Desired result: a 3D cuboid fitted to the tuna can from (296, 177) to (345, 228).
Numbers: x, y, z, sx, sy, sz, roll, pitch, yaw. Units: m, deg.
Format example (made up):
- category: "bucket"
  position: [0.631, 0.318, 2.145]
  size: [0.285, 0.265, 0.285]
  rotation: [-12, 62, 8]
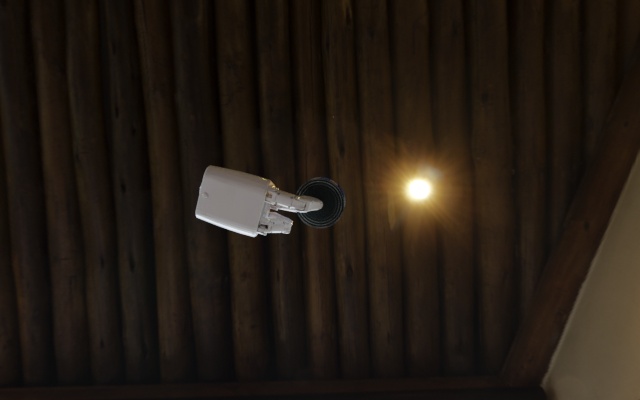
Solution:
- category: "tuna can"
  position: [0.000, 0.003, 0.826]
  size: [0.086, 0.086, 0.033]
  rotation: [0, 8, 7]
